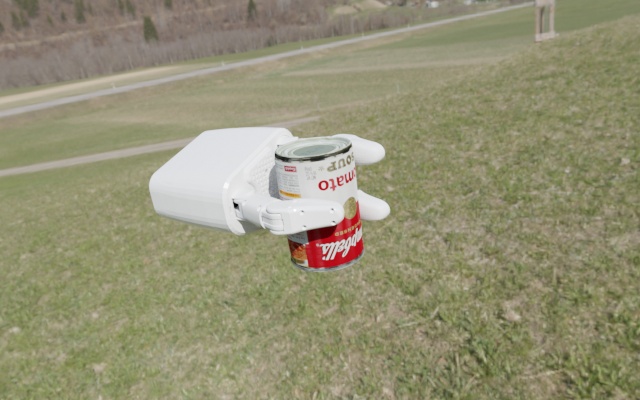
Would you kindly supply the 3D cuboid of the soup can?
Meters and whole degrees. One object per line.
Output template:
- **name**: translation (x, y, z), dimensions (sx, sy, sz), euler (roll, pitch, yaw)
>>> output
- **soup can**: translation (0.000, 0.001, 0.416), dimensions (0.068, 0.102, 0.068), euler (-7, 21, 3)
